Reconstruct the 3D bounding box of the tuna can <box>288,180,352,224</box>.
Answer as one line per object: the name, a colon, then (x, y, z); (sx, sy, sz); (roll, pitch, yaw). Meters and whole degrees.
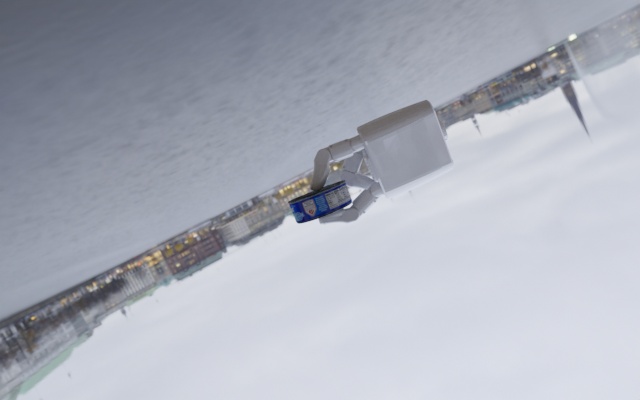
tuna can: (0.000, 0.003, 0.667); (0.086, 0.034, 0.086); (-21, 4, 2)
